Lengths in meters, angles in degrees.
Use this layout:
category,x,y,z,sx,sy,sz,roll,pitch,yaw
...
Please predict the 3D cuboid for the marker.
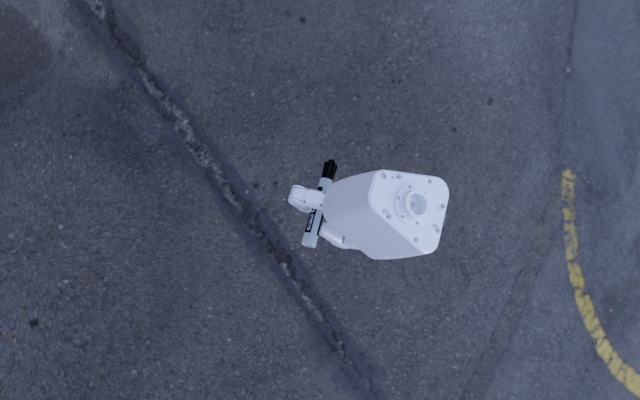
category,x,y,z,sx,sy,sz,roll,pitch,yaw
marker,0.000,0.002,0.630,0.020,0.121,0.020,15,-15,4
